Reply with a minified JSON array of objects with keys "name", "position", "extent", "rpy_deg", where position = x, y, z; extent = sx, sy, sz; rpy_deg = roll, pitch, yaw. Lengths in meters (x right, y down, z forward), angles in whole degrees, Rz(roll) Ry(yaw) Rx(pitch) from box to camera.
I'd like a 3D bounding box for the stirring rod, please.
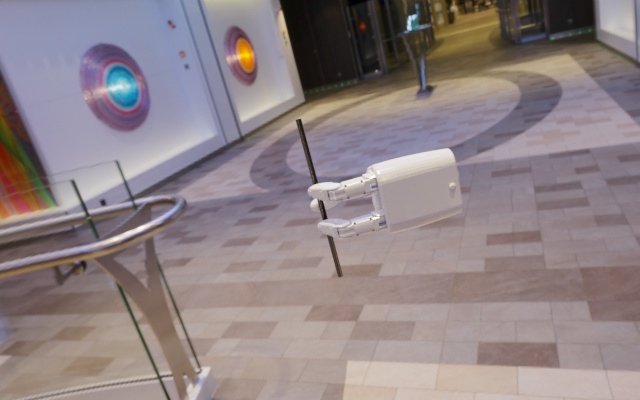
[{"name":"stirring rod","position":[0.000,0.002,0.675],"extent":[0.011,0.240,0.011],"rpy_deg":[-14,18,5]}]
